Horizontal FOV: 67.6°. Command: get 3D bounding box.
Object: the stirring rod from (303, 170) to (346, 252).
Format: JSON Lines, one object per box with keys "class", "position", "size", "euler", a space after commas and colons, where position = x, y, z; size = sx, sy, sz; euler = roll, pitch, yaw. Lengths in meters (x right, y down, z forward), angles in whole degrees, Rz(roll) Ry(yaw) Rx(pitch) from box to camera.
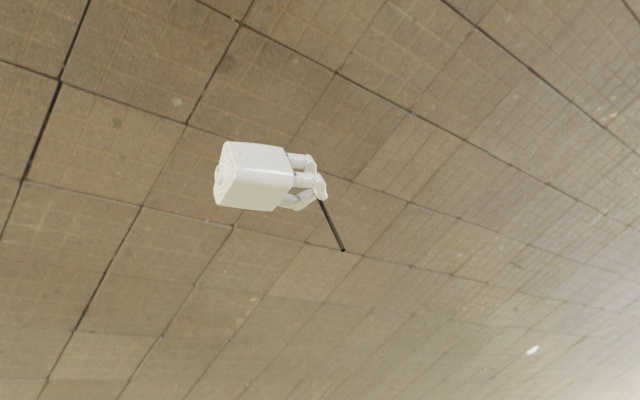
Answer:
{"class": "stirring rod", "position": [0.000, 0.003, 0.879], "size": [0.011, 0.011, 0.239], "euler": [0, 42, -26]}
